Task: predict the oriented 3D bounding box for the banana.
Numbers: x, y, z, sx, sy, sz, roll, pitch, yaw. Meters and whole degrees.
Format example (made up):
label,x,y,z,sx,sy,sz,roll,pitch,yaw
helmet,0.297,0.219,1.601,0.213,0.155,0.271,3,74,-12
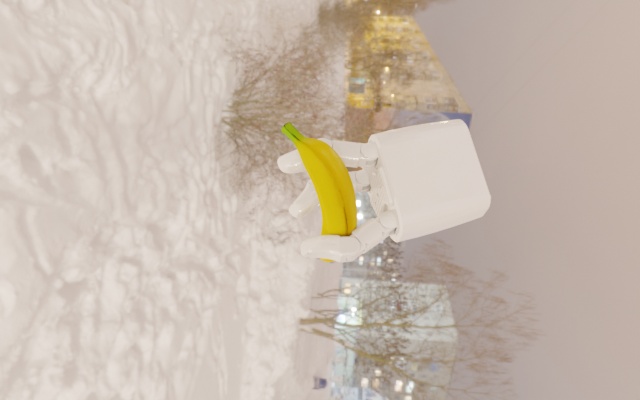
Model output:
label,x,y,z,sx,sy,sz,roll,pitch,yaw
banana,0.010,0.008,0.503,0.037,0.198,0.069,-31,44,-21
